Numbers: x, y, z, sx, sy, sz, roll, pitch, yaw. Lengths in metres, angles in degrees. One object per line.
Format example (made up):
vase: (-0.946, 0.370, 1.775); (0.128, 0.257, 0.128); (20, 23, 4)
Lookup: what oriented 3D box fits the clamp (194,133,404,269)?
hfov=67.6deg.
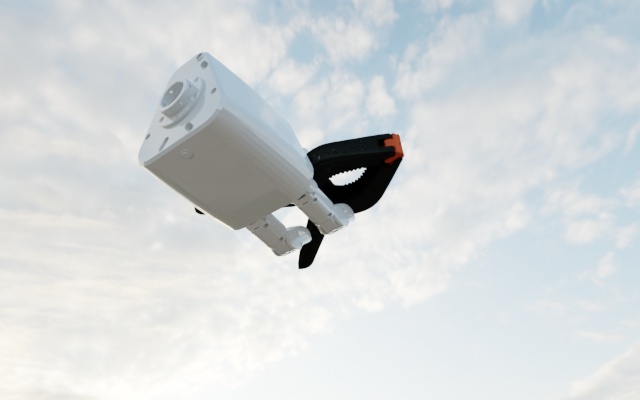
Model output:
clamp: (0.000, 0.001, 0.493); (0.210, 0.036, 0.165); (-27, -45, 24)
